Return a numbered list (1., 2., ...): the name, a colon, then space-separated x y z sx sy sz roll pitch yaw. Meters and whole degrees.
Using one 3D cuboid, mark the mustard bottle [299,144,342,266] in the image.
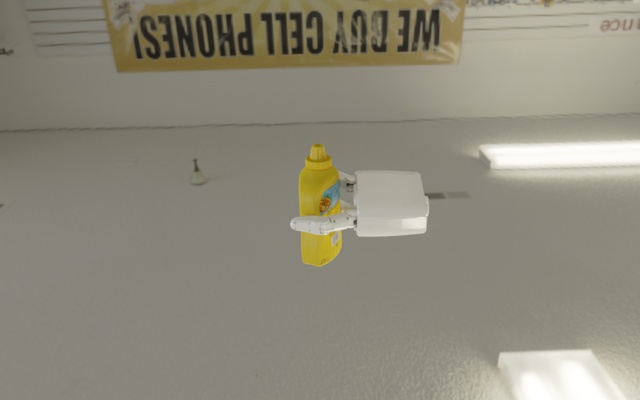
1. mustard bottle: 0.000 0.003 0.767 0.058 0.192 0.096 10 28 24
